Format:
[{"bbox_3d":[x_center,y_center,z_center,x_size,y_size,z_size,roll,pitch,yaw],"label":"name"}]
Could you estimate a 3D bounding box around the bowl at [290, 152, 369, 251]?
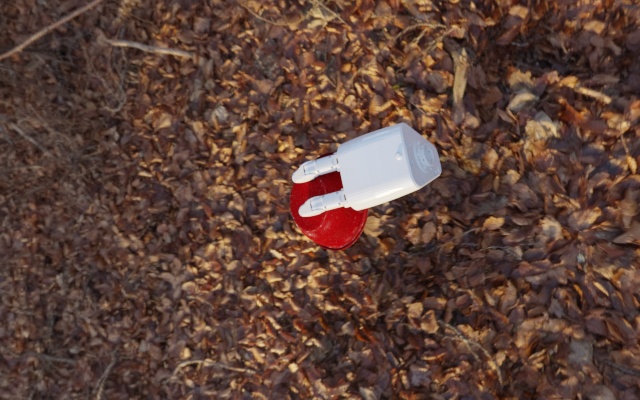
[{"bbox_3d":[-0.001,0.003,0.765,0.055,0.162,0.162,-2,2,-42],"label":"bowl"}]
